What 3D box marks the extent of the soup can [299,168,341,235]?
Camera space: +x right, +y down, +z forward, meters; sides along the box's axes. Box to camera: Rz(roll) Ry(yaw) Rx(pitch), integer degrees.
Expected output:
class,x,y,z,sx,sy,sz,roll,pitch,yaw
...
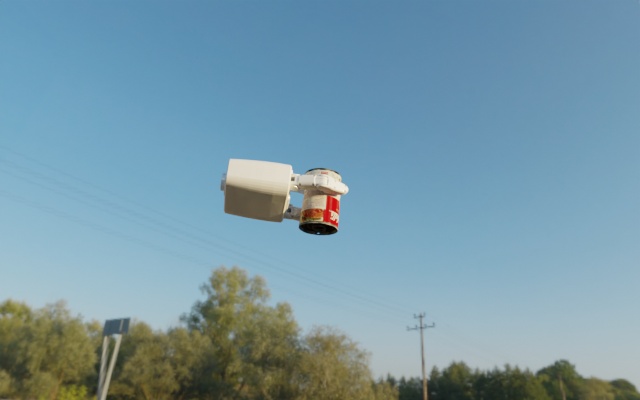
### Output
class,x,y,z,sx,sy,sz,roll,pitch,yaw
soup can,0.001,0.002,0.835,0.068,0.102,0.068,4,-22,2
